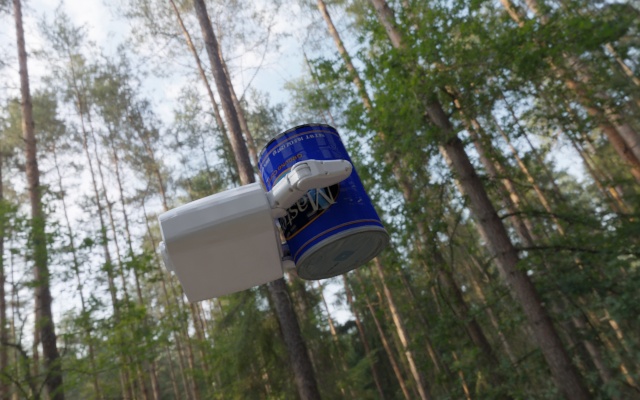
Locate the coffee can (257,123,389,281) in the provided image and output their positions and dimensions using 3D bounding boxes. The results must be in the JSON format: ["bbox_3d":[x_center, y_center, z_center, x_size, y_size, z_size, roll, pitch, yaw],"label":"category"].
[{"bbox_3d":[0.000,0.002,0.523,0.103,0.140,0.103,-18,-27,-10],"label":"coffee can"}]
